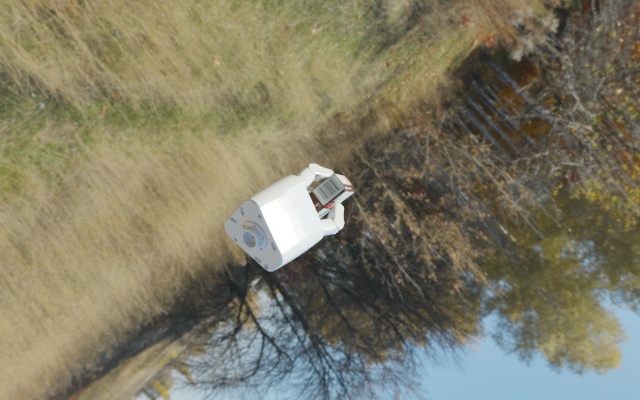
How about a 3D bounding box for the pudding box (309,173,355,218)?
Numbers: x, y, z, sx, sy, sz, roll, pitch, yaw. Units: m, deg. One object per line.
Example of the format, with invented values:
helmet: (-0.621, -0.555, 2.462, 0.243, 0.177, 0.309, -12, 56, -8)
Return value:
pudding box: (0.000, 0.003, 0.820, 0.113, 0.039, 0.090, -37, -7, 12)
